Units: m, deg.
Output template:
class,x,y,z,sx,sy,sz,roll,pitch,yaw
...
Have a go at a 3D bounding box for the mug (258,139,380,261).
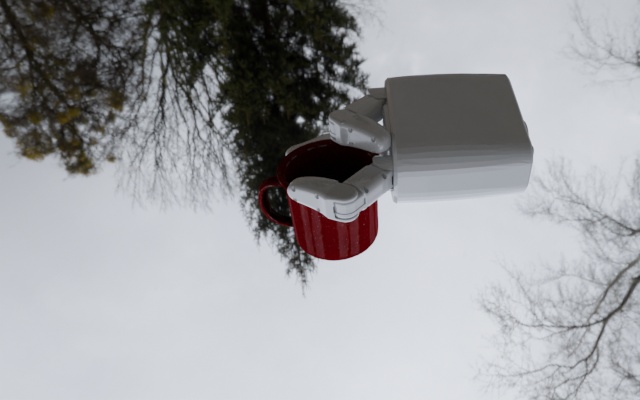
class,x,y,z,sx,sy,sz,roll,pitch,yaw
mug,-0.001,0.002,0.445,0.117,0.082,0.093,-2,37,7
